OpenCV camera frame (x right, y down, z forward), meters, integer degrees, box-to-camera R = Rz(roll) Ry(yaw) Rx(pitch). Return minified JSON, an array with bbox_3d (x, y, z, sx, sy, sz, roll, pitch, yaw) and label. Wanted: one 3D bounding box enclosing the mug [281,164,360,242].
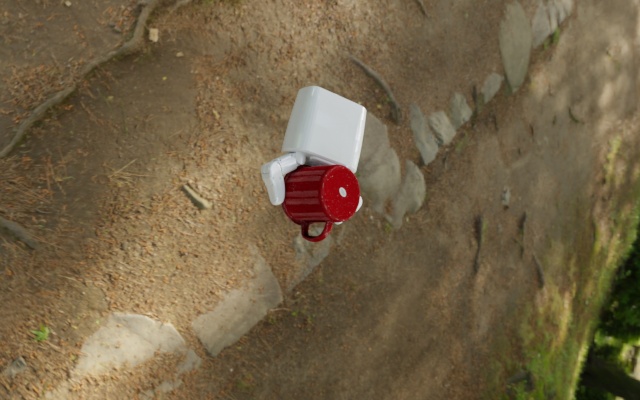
[{"bbox_3d":[0.000,0.004,0.688,0.093,0.117,0.081,23,-17,-41],"label":"mug"}]
